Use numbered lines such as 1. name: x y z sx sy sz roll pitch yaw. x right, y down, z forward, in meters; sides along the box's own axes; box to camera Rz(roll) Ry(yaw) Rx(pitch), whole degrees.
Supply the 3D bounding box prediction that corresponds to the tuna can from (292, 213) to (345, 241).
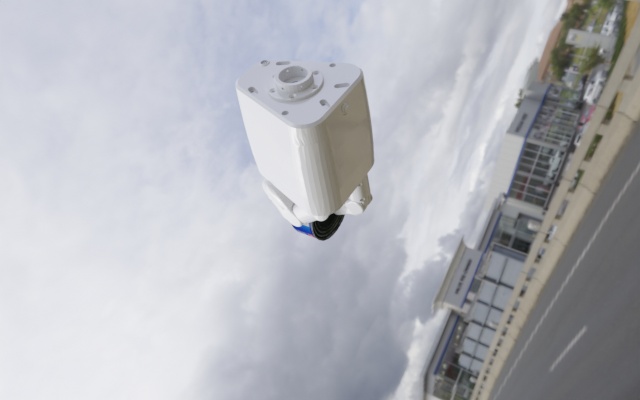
1. tuna can: 0.000 0.002 0.563 0.033 0.086 0.086 17 8 27
